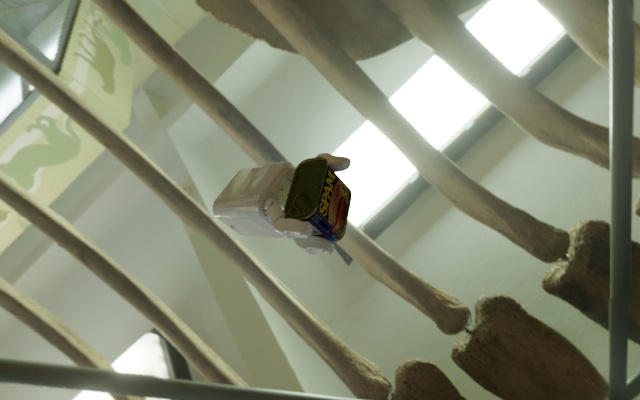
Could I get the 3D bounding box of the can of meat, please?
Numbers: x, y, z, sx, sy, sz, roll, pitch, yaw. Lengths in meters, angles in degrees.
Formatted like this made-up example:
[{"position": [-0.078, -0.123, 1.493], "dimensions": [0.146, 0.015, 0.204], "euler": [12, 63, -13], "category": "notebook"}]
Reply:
[{"position": [0.000, 0.002, 0.699], "dimensions": [0.057, 0.102, 0.084], "euler": [-7, -34, 34], "category": "can of meat"}]
